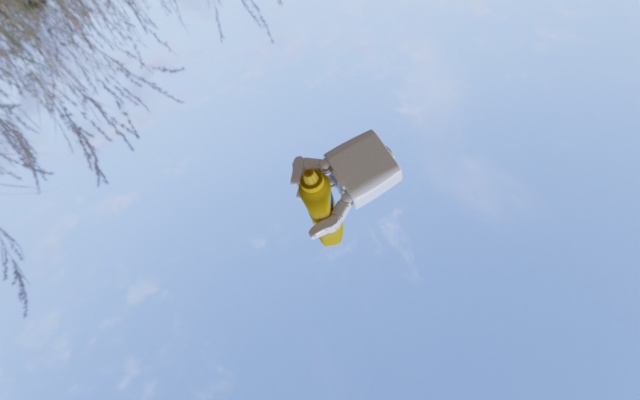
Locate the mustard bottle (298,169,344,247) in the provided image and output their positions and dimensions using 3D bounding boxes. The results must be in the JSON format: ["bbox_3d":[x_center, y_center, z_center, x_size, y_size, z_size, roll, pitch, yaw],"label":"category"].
[{"bbox_3d":[0.000,0.003,0.880,0.058,0.096,0.192,-10,-33,7],"label":"mustard bottle"}]
